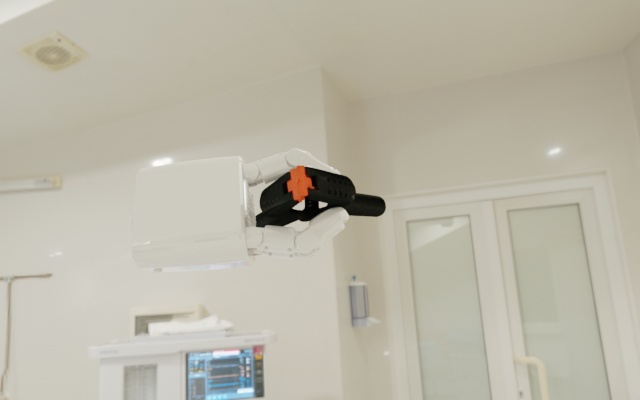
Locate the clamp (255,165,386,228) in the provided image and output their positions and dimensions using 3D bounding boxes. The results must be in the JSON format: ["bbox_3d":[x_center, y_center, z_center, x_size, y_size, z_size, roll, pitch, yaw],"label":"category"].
[{"bbox_3d":[0.000,0.001,0.502,0.164,0.036,0.210,-9,-11,-4],"label":"clamp"}]
